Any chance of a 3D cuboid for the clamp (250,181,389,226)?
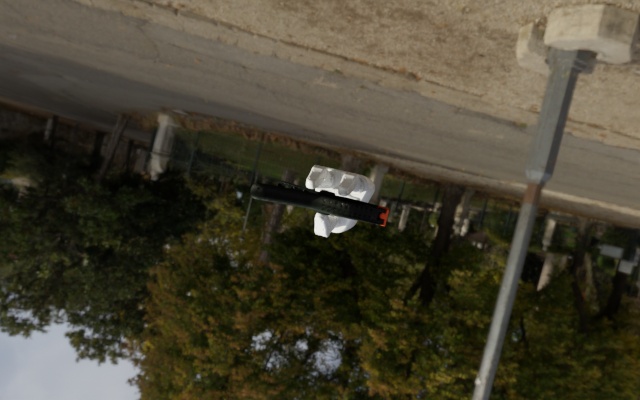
[{"bbox_3d":[0.001,0.003,0.751,0.210,0.036,0.164,14,7,15],"label":"clamp"}]
